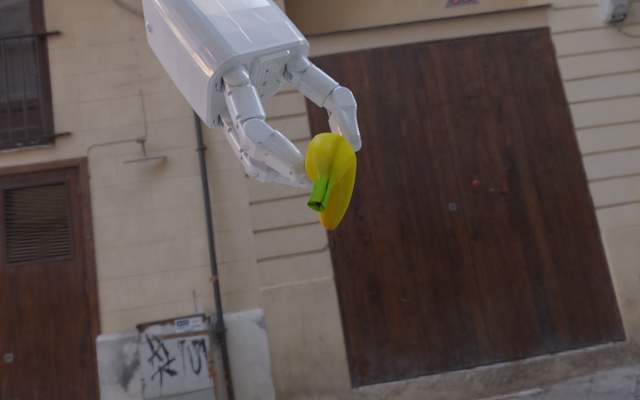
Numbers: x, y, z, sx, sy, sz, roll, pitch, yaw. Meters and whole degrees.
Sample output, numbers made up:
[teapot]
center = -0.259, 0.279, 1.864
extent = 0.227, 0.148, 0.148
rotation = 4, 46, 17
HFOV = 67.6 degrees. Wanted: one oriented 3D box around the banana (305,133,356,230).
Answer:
[banana]
center = 0.007, -0.016, 0.414
extent = 0.037, 0.069, 0.198
rotation = 22, -5, 8
